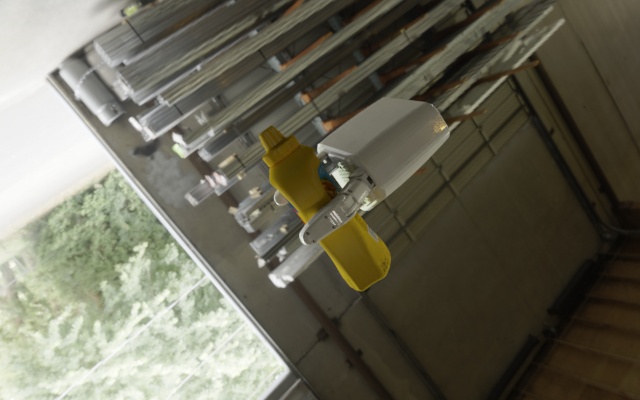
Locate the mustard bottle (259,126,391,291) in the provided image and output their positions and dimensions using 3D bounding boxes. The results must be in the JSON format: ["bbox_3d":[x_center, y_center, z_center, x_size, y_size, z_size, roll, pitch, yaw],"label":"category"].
[{"bbox_3d":[0.000,0.002,0.511,0.058,0.192,0.096,-34,13,10],"label":"mustard bottle"}]
